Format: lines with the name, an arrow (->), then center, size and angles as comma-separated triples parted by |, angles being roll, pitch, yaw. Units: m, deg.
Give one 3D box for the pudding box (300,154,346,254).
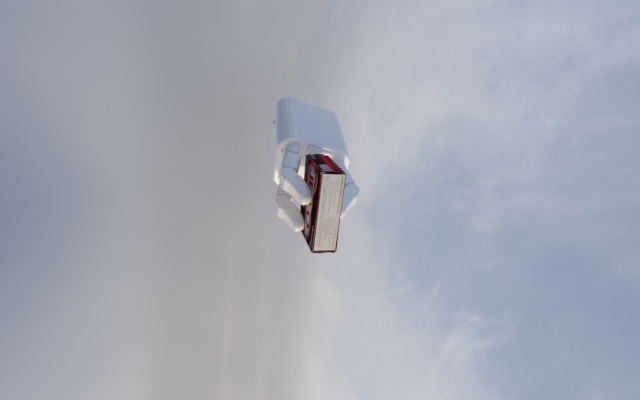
pudding box -> 0.000, 0.002, 0.642 | 0.039, 0.113, 0.090 | 0, 20, -13
